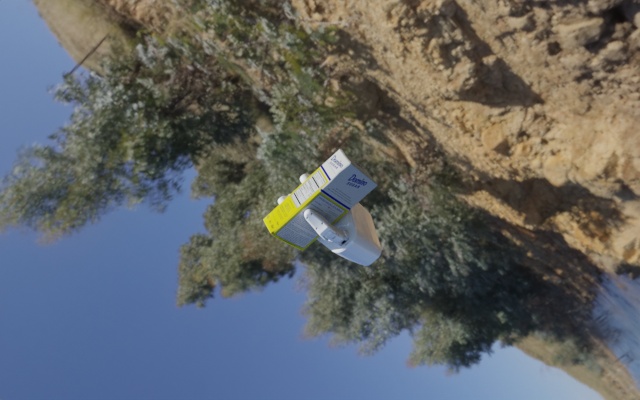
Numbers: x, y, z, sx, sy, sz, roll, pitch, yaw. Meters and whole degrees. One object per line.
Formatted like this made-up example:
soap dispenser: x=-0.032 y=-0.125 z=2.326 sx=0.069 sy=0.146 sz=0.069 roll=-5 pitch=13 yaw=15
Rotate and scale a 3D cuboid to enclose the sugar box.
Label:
sugar box: x=0.000 y=0.002 z=0.791 sx=0.093 sy=0.176 sz=0.048 roll=33 pitch=17 yaw=-49
